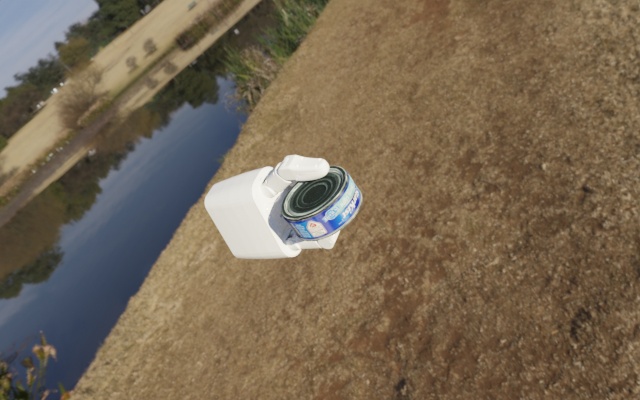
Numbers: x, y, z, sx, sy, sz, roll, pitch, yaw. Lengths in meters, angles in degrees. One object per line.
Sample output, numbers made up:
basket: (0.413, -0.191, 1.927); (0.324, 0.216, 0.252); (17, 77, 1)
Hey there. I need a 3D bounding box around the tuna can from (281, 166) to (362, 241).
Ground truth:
tuna can: (0.000, 0.001, 0.519); (0.086, 0.034, 0.086); (-25, 32, 17)
